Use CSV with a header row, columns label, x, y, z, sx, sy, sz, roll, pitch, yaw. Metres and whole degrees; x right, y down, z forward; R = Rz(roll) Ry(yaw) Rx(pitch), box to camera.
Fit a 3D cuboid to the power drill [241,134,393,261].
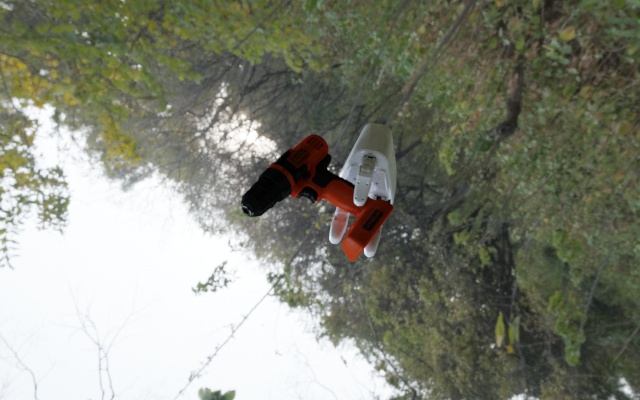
label,x,y,z,sx,sy,sz,roll,pitch,yaw
power drill,0.001,0.002,0.710,0.184,0.187,0.057,-47,-8,-33
